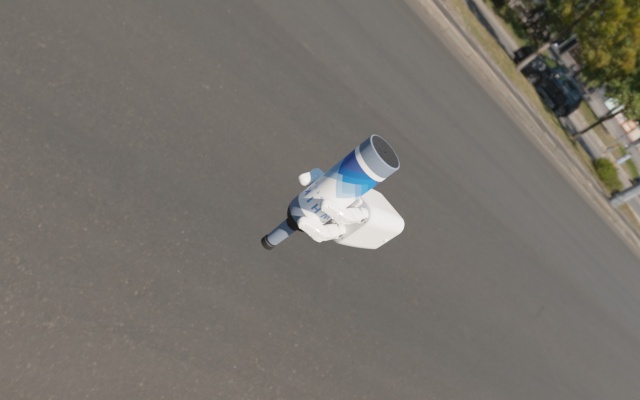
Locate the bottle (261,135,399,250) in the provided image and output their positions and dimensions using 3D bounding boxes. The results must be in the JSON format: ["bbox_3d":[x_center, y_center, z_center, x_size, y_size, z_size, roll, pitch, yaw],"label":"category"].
[{"bbox_3d":[0.000,0.002,0.810,0.296,0.069,0.069,-38,-22,31],"label":"bottle"}]
